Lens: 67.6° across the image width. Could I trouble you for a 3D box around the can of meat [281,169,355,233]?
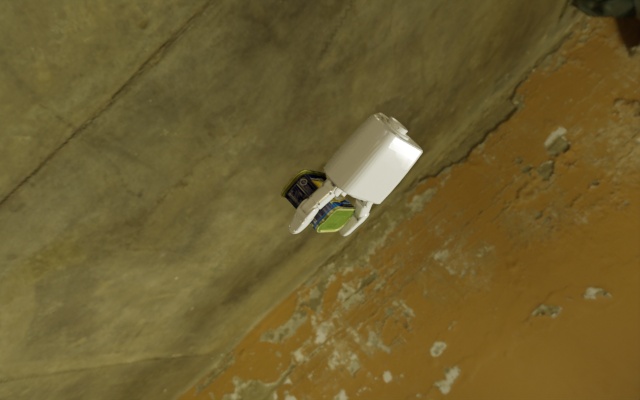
[{"bbox_3d":[0.000,0.003,0.743,0.084,0.057,0.102,47,17,19],"label":"can of meat"}]
